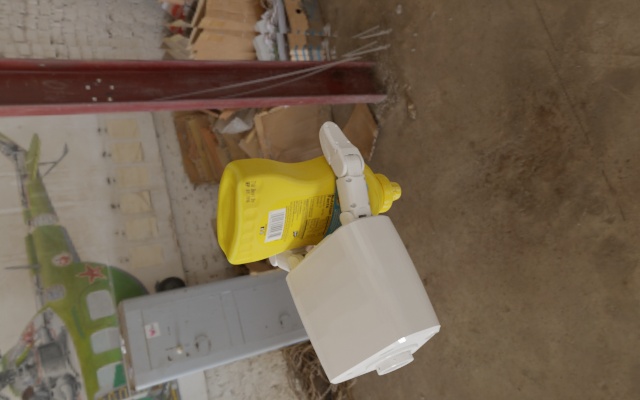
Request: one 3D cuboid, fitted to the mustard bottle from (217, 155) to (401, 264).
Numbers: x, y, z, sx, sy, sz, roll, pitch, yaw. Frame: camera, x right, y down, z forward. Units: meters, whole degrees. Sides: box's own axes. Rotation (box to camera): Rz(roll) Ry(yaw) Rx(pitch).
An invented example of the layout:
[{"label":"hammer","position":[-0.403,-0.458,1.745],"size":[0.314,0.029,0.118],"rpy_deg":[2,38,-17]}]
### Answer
[{"label":"mustard bottle","position":[0.000,0.001,0.463],"size":[0.191,0.096,0.058],"rpy_deg":[-8,35,-30]}]
